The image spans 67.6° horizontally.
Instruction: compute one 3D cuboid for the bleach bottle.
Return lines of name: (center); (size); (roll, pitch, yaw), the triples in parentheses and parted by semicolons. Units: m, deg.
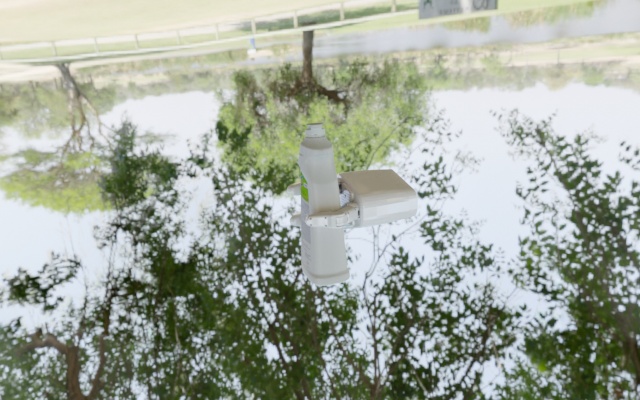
bleach bottle: (0.000, 0.003, 0.773); (0.068, 0.251, 0.102); (-8, 16, -18)
